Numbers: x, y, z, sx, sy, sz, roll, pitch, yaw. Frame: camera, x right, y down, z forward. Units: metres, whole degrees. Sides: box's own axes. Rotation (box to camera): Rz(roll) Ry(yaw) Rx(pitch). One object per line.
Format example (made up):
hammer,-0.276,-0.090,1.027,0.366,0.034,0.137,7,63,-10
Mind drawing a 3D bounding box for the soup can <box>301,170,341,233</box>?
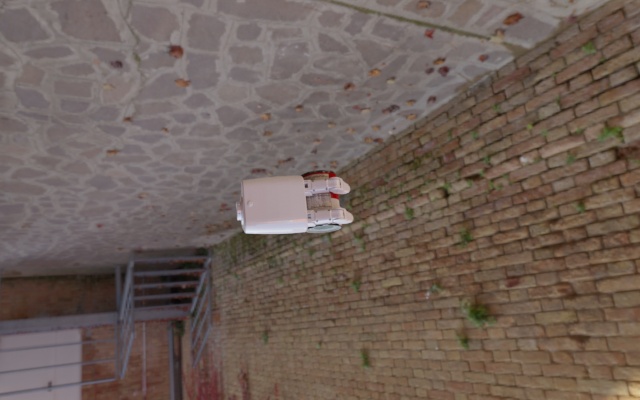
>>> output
soup can,0.001,0.003,0.868,0.068,0.102,0.068,-6,-14,-1
